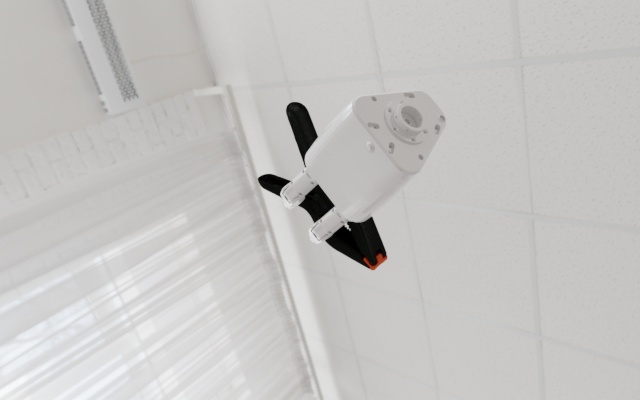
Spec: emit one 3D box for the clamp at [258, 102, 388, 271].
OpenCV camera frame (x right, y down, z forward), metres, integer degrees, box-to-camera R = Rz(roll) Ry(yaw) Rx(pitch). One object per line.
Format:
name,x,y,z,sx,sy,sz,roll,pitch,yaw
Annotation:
clamp,0.001,0.002,0.595,0.036,0.210,0.165,-33,-7,-33
